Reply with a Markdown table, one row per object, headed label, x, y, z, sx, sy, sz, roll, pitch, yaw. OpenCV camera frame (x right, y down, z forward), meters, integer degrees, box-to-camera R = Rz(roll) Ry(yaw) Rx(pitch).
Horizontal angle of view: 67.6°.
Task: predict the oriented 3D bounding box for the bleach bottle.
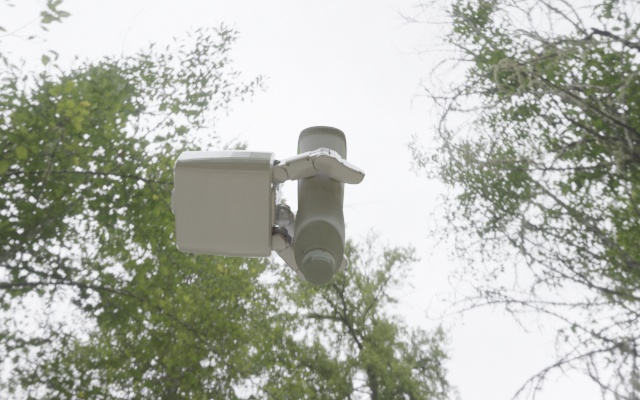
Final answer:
| label | x | y | z | sx | sy | sz | roll | pitch | yaw |
| --- | --- | --- | --- | --- | --- | --- | --- | --- | --- |
| bleach bottle | 0.000 | 0.002 | 0.549 | 0.068 | 0.103 | 0.250 | 1 | 28 | 0 |
